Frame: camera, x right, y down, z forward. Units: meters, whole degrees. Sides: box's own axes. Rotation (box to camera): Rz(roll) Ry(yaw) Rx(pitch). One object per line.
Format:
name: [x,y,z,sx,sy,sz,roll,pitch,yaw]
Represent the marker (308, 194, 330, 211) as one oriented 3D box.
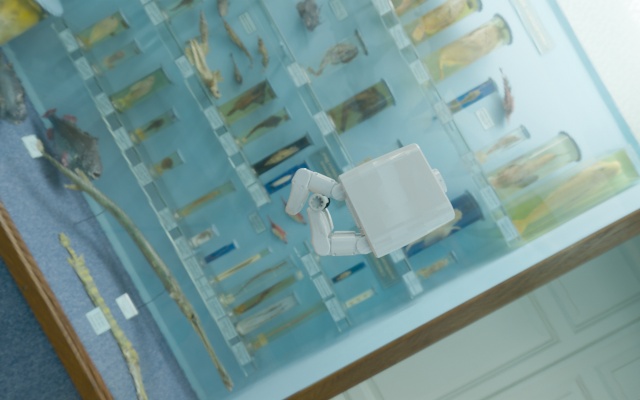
marker: [0.000,0.002,0.566,0.020,0.020,0.121,0,0,4]
